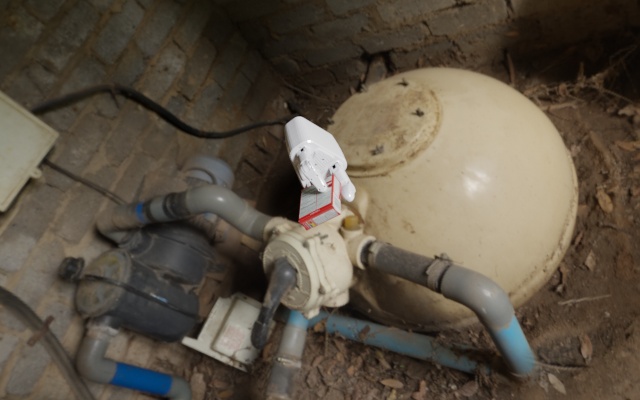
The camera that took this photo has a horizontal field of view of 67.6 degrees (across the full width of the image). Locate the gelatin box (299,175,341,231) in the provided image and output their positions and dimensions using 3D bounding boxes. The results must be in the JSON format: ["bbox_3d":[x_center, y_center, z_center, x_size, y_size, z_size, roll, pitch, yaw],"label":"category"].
[{"bbox_3d":[0.000,0.003,0.855,0.073,0.089,0.030,-26,-55,23],"label":"gelatin box"}]
